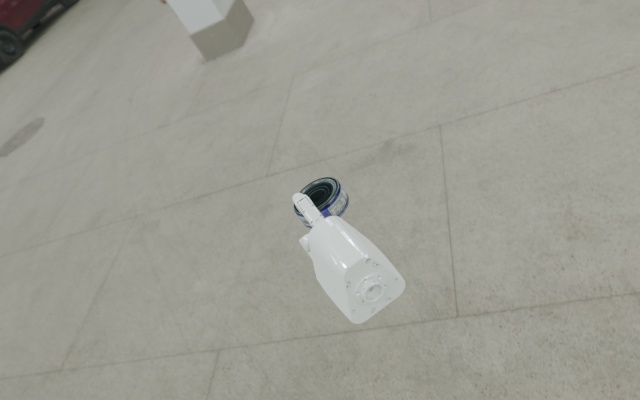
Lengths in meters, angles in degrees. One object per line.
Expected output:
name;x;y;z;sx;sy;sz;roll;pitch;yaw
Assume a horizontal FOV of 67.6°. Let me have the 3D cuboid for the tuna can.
tuna can;0.000;0.002;0.762;0.086;0.086;0.034;0;-43;42
